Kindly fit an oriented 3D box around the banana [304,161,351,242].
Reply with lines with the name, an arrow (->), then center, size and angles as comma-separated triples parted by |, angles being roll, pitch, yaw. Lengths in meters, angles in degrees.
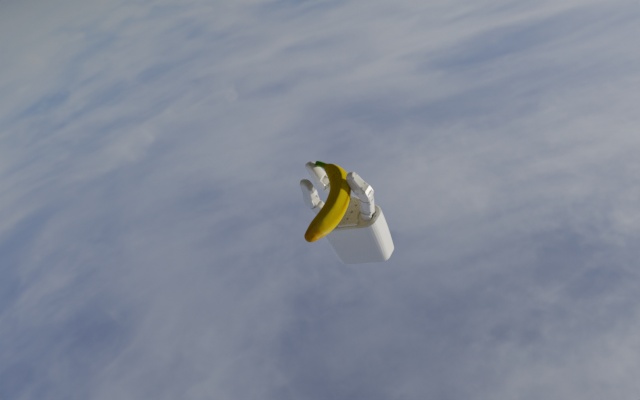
banana -> 0.018, -0.003, 0.819 | 0.069, 0.037, 0.197 | -11, 39, 17
